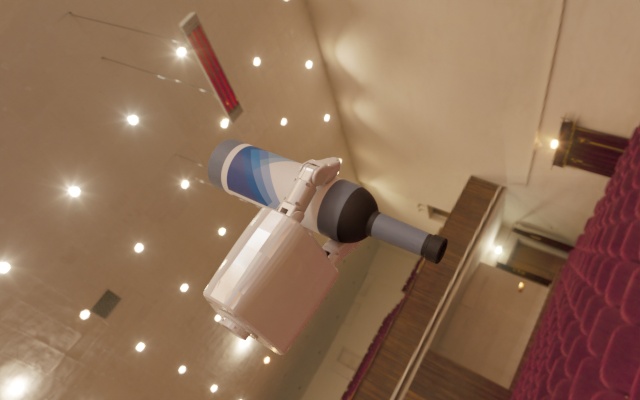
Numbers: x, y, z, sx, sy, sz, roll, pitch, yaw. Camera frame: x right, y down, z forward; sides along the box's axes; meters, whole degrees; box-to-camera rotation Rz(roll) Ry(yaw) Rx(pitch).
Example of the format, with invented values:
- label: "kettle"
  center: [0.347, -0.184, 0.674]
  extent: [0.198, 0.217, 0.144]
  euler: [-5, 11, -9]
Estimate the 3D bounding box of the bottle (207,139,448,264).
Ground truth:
- label: "bottle"
  center: [0.000, 0.002, 0.541]
  extent: [0.295, 0.069, 0.069]
  euler: [22, 11, 28]
